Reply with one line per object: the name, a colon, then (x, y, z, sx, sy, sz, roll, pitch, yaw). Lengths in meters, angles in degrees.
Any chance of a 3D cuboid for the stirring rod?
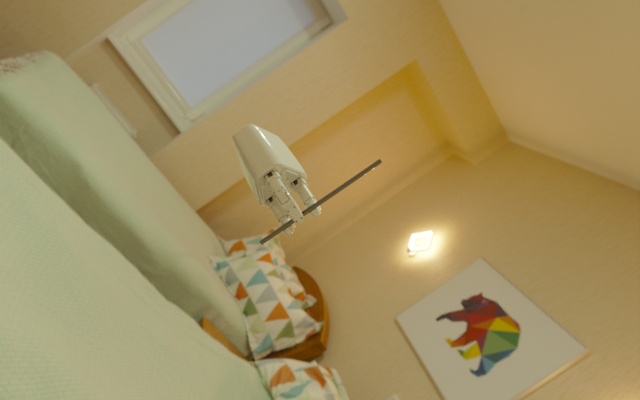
stirring rod: (0.000, 0.003, 0.788, 0.239, 0.011, 0.011, -34, -1, 2)
